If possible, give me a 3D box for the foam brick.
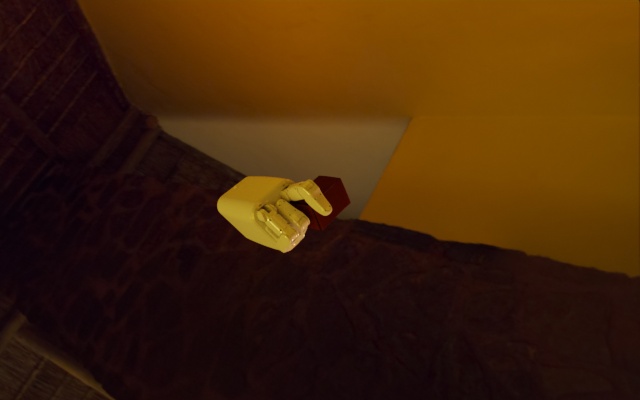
[{"bbox_3d":[0.000,0.002,0.772,0.051,0.053,0.078,10,41,45],"label":"foam brick"}]
